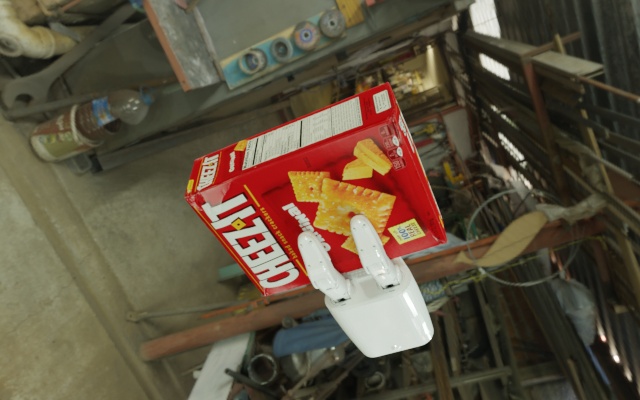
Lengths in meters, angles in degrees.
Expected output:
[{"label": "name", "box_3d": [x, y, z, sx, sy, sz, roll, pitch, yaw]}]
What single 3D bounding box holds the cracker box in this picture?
[{"label": "cracker box", "box_3d": [0.000, 0.001, 0.485, 0.214, 0.164, 0.072, -19, 37, 15]}]
